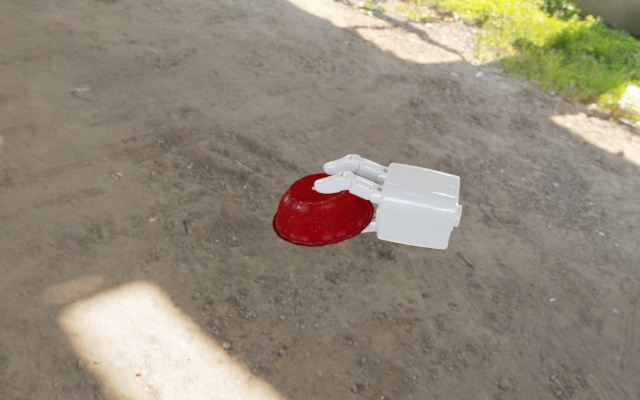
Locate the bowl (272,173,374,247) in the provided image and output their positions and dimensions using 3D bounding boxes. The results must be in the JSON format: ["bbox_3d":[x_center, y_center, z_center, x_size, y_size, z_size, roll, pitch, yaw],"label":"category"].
[{"bbox_3d":[-0.001,0.002,0.738,0.162,0.055,0.162,-7,31,5],"label":"bowl"}]
